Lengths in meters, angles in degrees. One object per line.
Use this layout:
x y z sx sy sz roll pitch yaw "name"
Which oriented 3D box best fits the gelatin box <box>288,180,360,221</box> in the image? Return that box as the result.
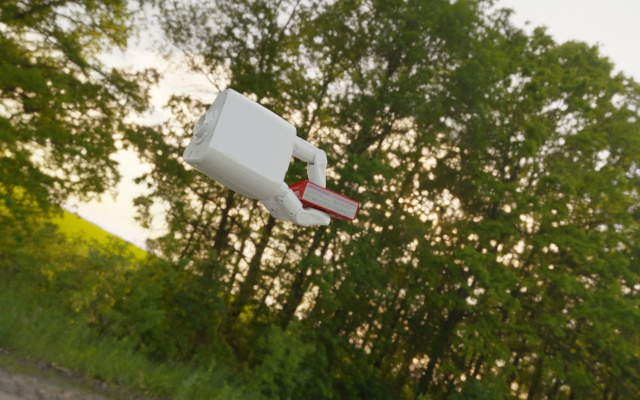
0.001 0.002 0.680 0.089 0.030 0.073 22 -10 -19 "gelatin box"
